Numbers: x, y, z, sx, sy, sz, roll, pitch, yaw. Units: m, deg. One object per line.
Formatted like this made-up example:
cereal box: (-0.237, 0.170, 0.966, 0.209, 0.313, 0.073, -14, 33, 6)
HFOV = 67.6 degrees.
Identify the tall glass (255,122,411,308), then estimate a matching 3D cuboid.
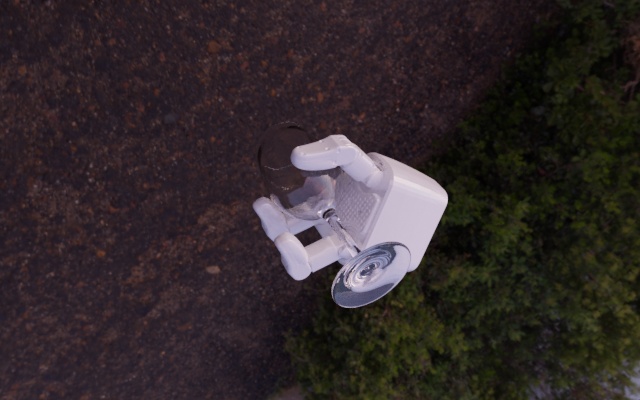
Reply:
tall glass: (0.000, 0.002, 0.455, 0.079, 0.079, 0.201, 0, 38, -33)
